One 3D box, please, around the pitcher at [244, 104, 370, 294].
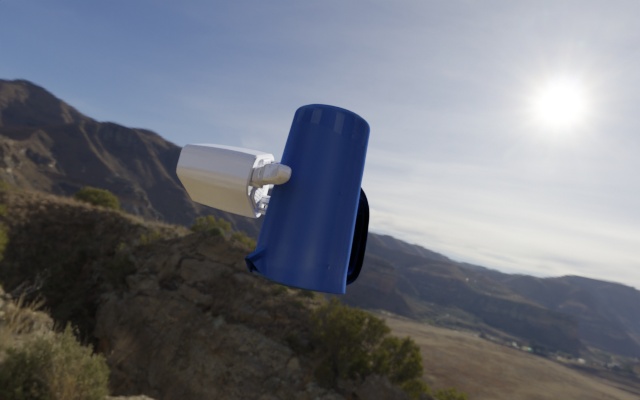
[{"bbox_3d":[0.000,0.002,0.657,0.145,0.243,0.149,12,-6,9],"label":"pitcher"}]
